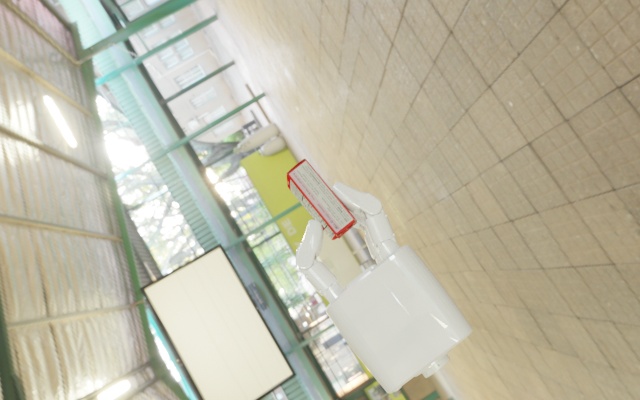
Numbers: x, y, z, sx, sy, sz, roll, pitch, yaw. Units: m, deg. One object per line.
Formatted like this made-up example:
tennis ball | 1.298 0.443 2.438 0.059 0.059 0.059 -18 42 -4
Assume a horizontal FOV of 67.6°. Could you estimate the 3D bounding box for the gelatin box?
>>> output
gelatin box | 0.000 0.002 0.534 0.030 0.089 0.073 -39 -5 -7
